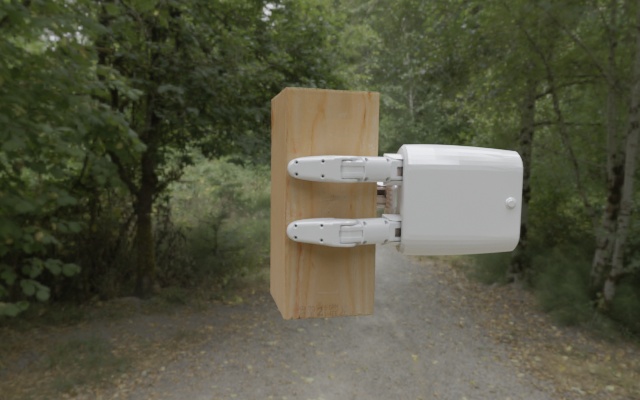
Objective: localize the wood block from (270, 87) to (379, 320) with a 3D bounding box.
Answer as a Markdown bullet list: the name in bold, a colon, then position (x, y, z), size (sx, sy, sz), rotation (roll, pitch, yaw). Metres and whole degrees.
- **wood block**: position (0.000, 0.001, 0.472), size (0.090, 0.206, 0.091), rotation (0, 5, -13)
